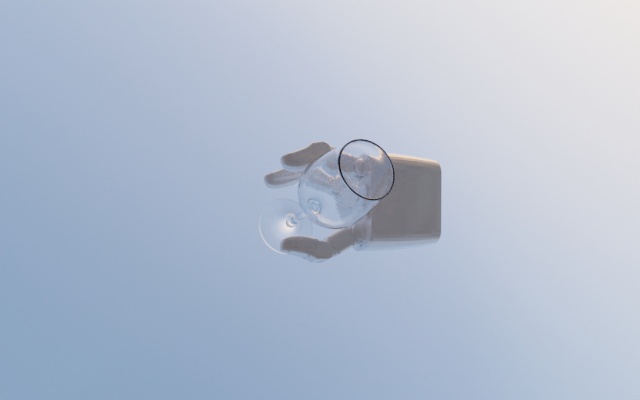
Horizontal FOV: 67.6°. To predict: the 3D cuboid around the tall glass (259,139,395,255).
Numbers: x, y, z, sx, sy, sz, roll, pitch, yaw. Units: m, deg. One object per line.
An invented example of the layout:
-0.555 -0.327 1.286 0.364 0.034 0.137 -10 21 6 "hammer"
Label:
0.000 0.002 0.525 0.079 0.079 0.201 0 -18 -27 "tall glass"
